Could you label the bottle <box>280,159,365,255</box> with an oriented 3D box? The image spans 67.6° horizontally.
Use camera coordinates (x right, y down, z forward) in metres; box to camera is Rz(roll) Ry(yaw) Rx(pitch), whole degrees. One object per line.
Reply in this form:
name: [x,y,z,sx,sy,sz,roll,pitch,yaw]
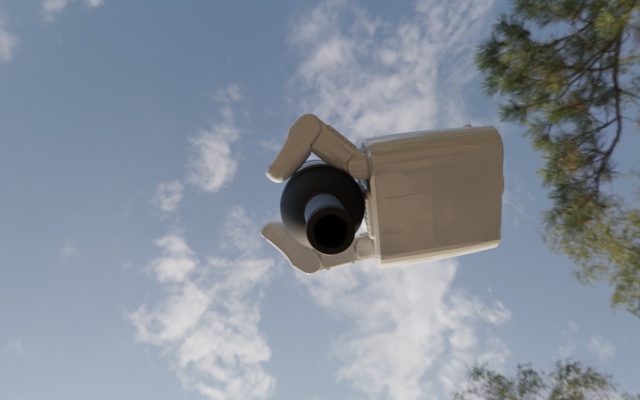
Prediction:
bottle: [0.000,0.001,0.409,0.069,0.069,0.295,0,6,-2]
